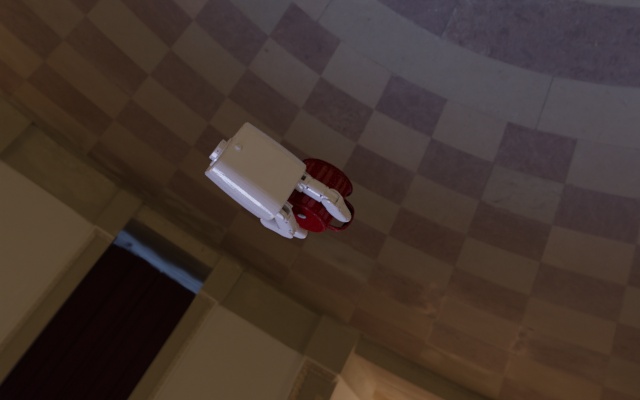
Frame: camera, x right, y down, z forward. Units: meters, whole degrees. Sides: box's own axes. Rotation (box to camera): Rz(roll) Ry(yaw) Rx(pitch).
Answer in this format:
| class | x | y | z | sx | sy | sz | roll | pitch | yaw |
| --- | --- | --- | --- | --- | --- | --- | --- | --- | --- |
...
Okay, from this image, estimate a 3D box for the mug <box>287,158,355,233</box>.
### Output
| class | x | y | z | sx | sy | sz | roll | pitch | yaw |
| --- | --- | --- | --- | --- | --- | --- | --- | --- | --- |
| mug | 0.001 | 0.003 | 0.738 | 0.117 | 0.081 | 0.093 | 38 | -26 | -14 |
